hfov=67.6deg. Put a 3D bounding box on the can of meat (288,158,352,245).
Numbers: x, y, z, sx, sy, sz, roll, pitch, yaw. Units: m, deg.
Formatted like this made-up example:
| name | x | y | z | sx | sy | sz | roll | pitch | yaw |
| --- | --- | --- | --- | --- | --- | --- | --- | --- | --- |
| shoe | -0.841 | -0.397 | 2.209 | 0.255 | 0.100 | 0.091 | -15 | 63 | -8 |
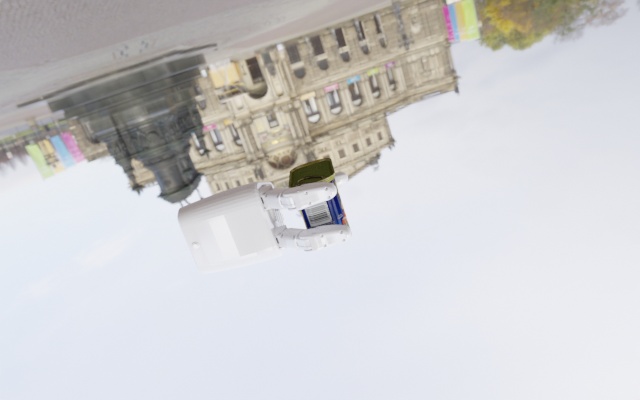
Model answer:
| name | x | y | z | sx | sy | sz | roll | pitch | yaw |
| --- | --- | --- | --- | --- | --- | --- | --- | --- | --- |
| can of meat | 0.000 | 0.002 | 0.601 | 0.057 | 0.084 | 0.102 | -17 | 18 | 3 |
